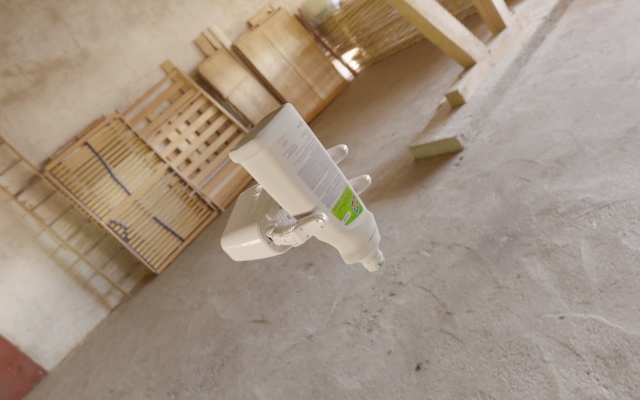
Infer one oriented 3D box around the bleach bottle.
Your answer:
[{"bbox_3d":[0.000,0.002,0.621,0.068,0.251,0.102,-18,27,46],"label":"bleach bottle"}]
